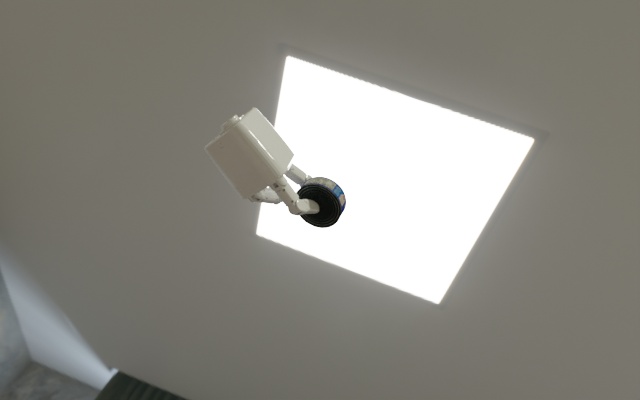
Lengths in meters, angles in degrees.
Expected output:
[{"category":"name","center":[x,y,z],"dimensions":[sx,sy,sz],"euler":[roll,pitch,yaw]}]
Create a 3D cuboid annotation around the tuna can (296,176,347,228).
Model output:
[{"category":"tuna can","center":[0.000,0.002,0.810],"dimensions":[0.086,0.086,0.033],"euler":[0,30,25]}]
